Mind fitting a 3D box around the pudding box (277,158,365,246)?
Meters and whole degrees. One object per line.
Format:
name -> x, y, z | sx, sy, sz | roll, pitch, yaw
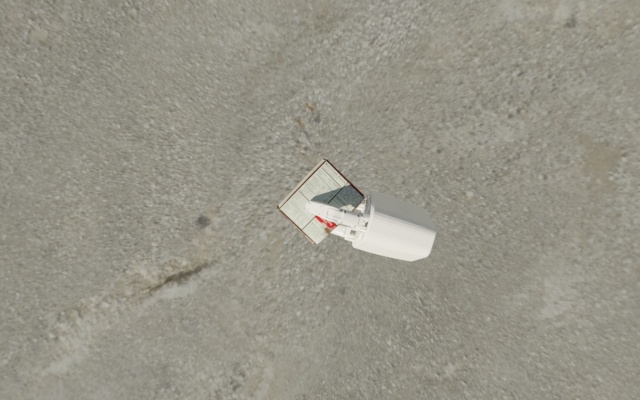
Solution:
pudding box -> 0.000, 0.003, 0.763 | 0.090, 0.113, 0.039 | 44, -1, -8
